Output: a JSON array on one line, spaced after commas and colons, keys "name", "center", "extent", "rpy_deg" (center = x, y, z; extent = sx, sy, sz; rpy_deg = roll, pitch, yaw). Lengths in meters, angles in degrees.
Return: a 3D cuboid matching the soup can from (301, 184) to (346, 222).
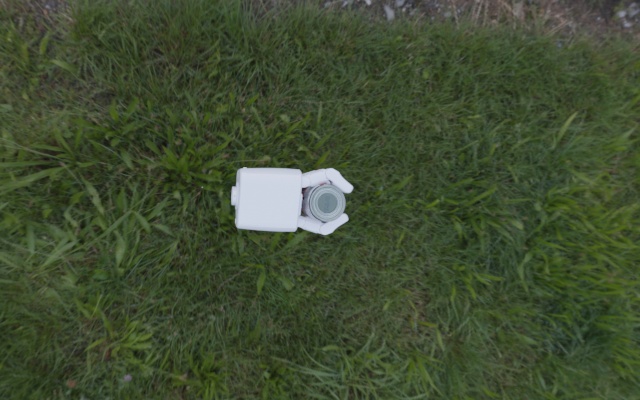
[{"name": "soup can", "center": [0.001, 0.003, 0.870], "extent": [0.068, 0.068, 0.102], "rpy_deg": [0, 2, -14]}]
